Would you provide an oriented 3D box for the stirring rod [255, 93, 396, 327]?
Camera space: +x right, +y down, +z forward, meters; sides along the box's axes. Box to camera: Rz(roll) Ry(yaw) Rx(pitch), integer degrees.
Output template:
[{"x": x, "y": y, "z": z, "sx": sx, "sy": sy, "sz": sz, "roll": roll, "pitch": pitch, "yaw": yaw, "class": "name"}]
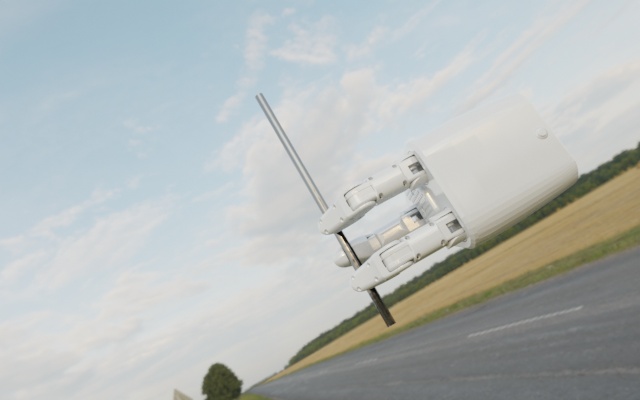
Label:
[{"x": 0.000, "y": 0.001, "z": 0.420, "sx": 0.011, "sy": 0.239, "sz": 0.011, "roll": -28, "pitch": -15, "yaw": -8, "class": "stirring rod"}]
